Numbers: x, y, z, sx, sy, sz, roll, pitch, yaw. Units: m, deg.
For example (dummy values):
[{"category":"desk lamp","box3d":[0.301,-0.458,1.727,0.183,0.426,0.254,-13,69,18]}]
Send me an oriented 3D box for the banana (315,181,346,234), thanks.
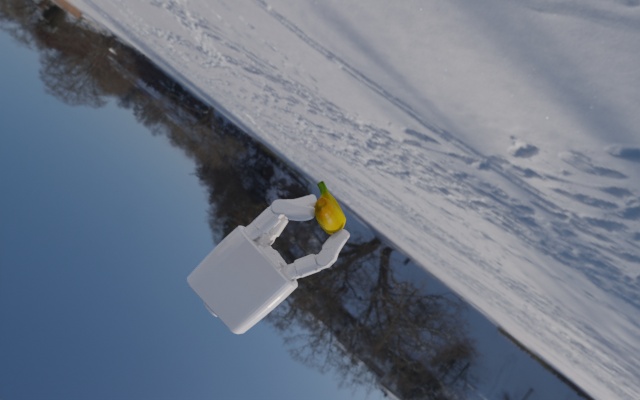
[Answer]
[{"category":"banana","box3d":[0.010,0.017,0.692,0.037,0.069,0.198,-33,8,3]}]
